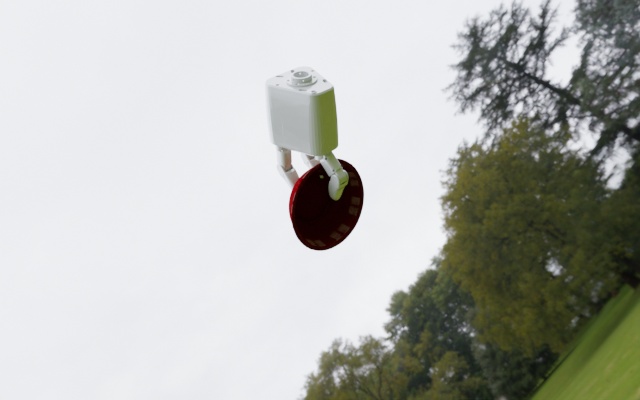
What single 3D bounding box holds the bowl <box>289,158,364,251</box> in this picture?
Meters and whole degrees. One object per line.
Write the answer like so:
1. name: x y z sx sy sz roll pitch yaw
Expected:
1. bowl: 0.000 0.004 0.828 0.162 0.162 0.055 0 13 -41
